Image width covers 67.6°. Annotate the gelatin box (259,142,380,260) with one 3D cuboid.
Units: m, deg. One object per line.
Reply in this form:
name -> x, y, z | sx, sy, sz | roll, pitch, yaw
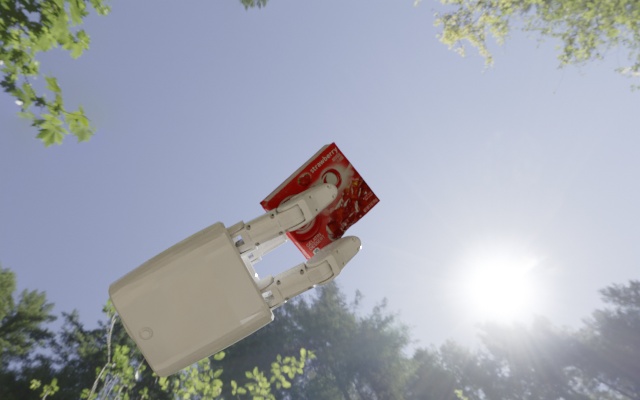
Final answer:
gelatin box -> 0.000, 0.001, 0.448 | 0.089, 0.073, 0.030 | -43, 13, -12
